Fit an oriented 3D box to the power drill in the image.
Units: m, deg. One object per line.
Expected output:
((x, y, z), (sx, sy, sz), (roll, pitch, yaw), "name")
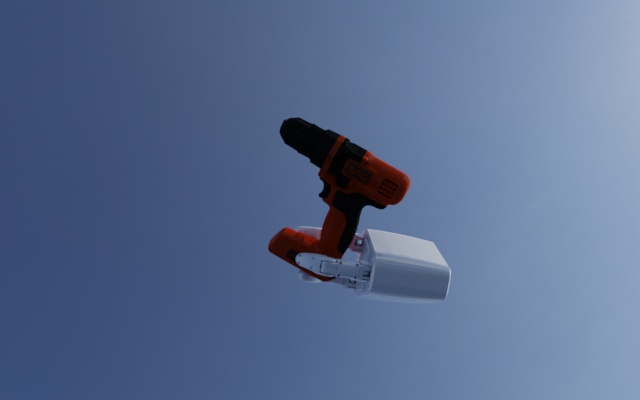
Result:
((0.000, 0.003, 0.642), (0.184, 0.188, 0.057), (30, 23, 4), "power drill")
